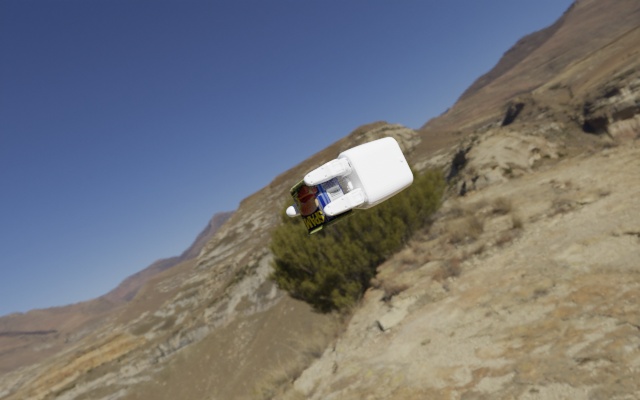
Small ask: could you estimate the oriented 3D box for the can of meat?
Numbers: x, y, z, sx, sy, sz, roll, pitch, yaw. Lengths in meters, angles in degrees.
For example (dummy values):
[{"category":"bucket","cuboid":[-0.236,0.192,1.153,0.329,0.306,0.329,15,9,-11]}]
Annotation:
[{"category":"can of meat","cuboid":[0.000,0.002,0.773,0.057,0.084,0.102,-24,-3,-29]}]
